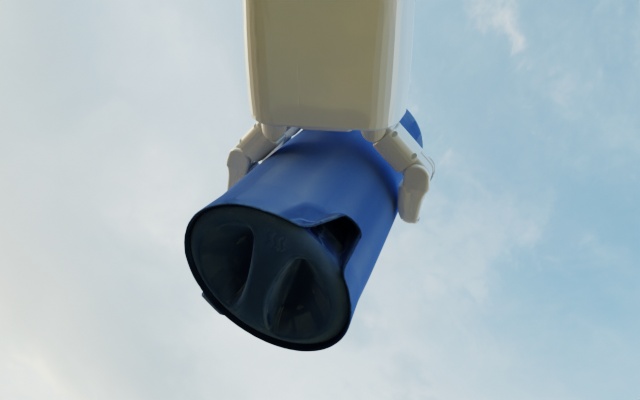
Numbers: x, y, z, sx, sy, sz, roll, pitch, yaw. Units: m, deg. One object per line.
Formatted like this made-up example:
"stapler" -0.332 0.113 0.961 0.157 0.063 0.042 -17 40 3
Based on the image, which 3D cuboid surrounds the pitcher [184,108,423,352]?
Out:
"pitcher" 0.000 0.001 0.422 0.149 0.145 0.242 13 37 21
